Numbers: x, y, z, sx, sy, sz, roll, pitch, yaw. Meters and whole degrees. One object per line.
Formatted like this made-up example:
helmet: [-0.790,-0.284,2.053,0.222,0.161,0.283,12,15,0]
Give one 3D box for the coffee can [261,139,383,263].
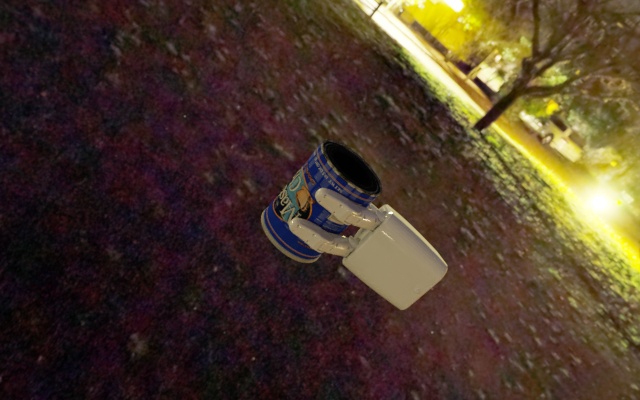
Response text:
coffee can: [0.000,0.002,0.651,0.140,0.102,0.103,-48,-25,25]
